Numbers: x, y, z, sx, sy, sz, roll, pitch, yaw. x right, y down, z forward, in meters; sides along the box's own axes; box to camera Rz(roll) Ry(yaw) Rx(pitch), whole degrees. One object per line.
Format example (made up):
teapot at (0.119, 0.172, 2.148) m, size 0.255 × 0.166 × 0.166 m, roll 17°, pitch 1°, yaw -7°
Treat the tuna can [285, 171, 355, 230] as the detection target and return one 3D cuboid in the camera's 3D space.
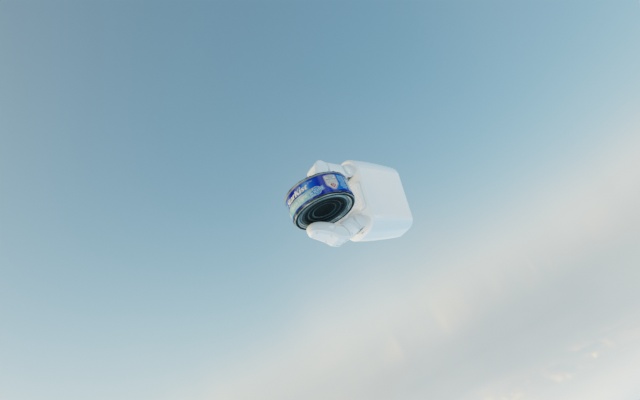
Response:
tuna can at (0.000, 0.002, 0.608) m, size 0.086 × 0.033 × 0.086 m, roll -19°, pitch -28°, yaw -11°
